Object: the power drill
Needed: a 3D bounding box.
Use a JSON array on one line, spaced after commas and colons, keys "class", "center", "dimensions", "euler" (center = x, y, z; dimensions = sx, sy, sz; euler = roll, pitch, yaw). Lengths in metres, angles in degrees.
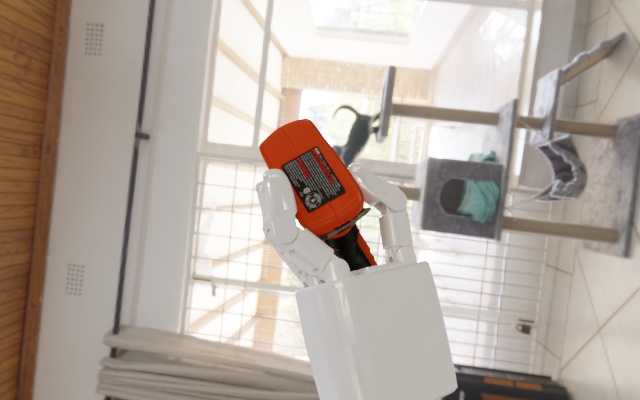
[{"class": "power drill", "center": [0.000, 0.002, 0.473], "dimensions": [0.057, 0.184, 0.188], "euler": [-33, -26, -3]}]
